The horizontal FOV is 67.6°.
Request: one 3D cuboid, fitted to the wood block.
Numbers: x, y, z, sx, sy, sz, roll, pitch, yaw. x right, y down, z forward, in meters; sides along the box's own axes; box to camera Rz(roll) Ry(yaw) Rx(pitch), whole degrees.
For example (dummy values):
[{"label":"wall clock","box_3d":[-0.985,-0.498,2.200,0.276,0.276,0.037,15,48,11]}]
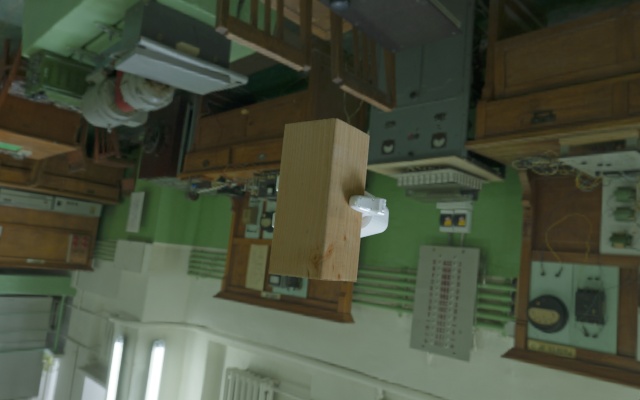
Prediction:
[{"label":"wood block","box_3d":[0.001,0.002,0.654,0.091,0.206,0.090,0,-9,36]}]
